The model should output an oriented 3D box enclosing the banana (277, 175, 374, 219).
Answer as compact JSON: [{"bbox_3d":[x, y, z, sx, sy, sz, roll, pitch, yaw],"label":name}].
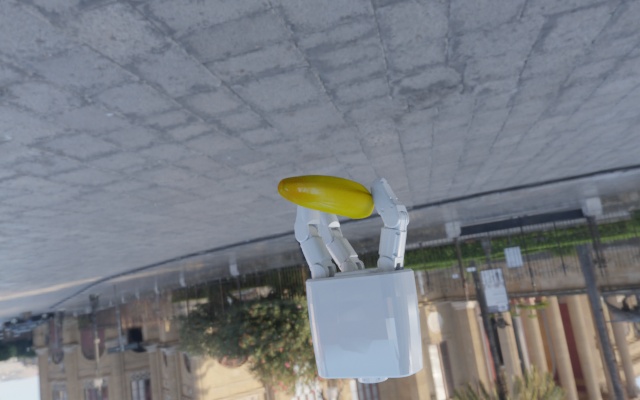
[{"bbox_3d":[0.019,0.000,0.508,0.069,0.037,0.198,-6,-7,15],"label":"banana"}]
